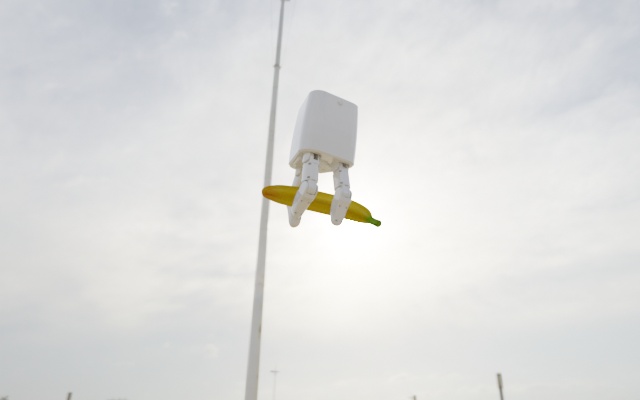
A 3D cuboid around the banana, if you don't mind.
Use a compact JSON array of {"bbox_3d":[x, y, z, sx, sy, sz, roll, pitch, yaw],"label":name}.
[{"bbox_3d":[0.001,0.003,0.783,0.198,0.037,0.069,14,-2,-6],"label":"banana"}]
